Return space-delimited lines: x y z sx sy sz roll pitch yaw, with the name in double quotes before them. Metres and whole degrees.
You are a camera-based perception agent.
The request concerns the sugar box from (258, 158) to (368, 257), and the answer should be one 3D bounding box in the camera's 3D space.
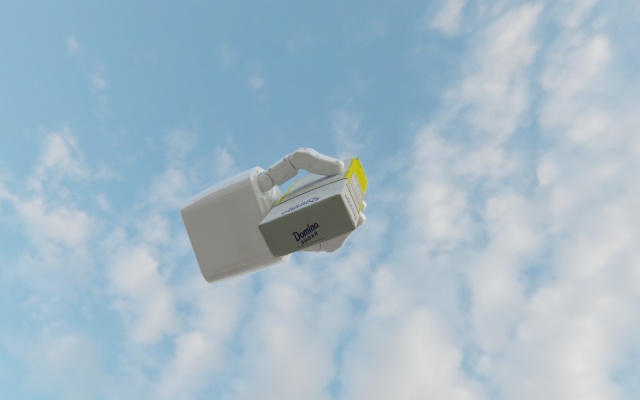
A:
"sugar box" 0.000 0.002 0.541 0.093 0.048 0.176 -21 14 16
